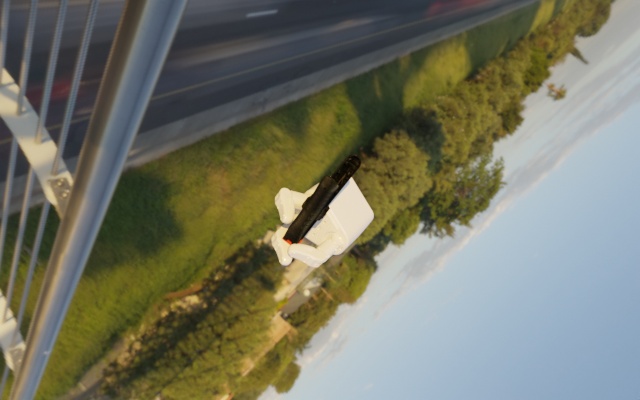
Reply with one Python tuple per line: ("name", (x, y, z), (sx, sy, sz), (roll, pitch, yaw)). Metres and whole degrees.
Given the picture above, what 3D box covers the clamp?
("clamp", (0.000, 0.003, 0.714), (0.120, 0.039, 0.171), (-36, -11, -50))
